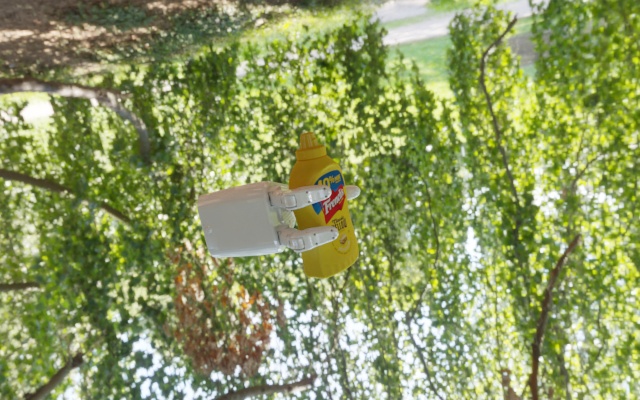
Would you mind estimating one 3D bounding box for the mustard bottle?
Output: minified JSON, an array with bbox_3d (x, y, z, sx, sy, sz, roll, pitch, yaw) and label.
[{"bbox_3d":[0.000,0.002,0.654,0.058,0.192,0.096,-2,15,40],"label":"mustard bottle"}]
